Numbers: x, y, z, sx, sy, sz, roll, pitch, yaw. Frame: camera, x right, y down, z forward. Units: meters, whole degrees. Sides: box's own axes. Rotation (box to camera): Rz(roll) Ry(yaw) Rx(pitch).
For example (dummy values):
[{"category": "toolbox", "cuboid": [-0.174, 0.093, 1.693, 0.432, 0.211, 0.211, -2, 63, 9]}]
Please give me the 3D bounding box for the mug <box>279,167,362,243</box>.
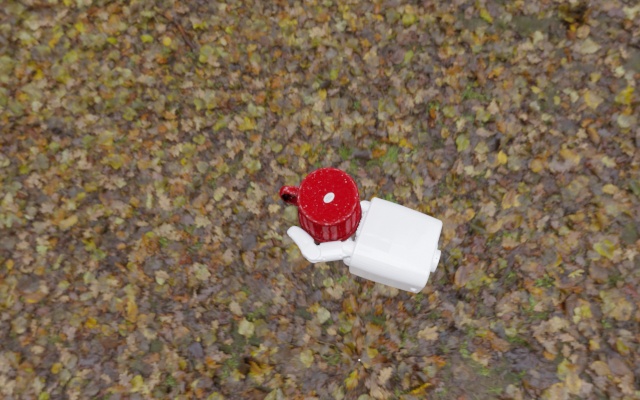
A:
[{"category": "mug", "cuboid": [-0.001, 0.002, 0.650, 0.117, 0.093, 0.081, 17, -16, 8]}]
